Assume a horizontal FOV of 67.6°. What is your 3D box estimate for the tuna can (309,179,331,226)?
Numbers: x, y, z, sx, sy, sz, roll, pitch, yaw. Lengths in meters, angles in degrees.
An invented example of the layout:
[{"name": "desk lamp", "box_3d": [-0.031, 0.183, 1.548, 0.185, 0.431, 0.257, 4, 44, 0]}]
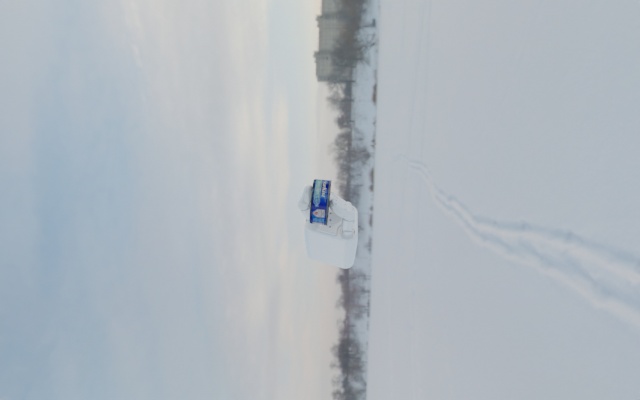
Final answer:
[{"name": "tuna can", "box_3d": [0.000, 0.003, 0.895, 0.034, 0.086, 0.086, 6, 0, 2]}]
